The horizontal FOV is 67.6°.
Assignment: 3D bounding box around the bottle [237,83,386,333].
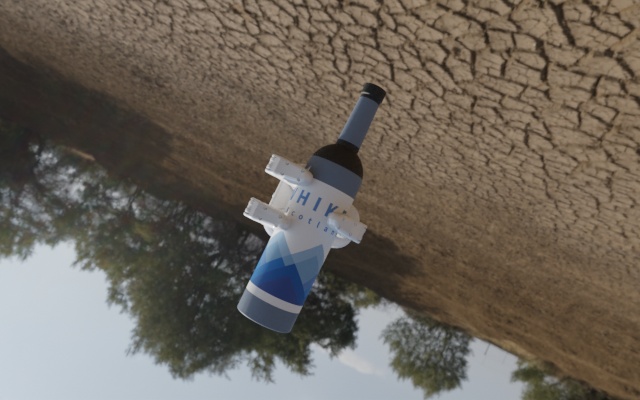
[{"bbox_3d":[0.000,0.002,0.547,0.069,0.295,0.069,26,-3,2],"label":"bottle"}]
